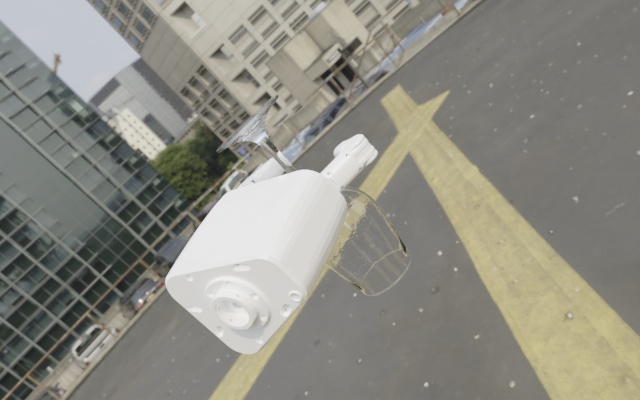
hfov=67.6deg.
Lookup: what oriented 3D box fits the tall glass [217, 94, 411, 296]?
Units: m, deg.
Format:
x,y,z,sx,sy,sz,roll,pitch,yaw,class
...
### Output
x,y,z,sx,sy,sz,roll,pitch,yaw,class
0.000,0.001,0.449,0.079,0.201,0.079,-40,16,13,tall glass
